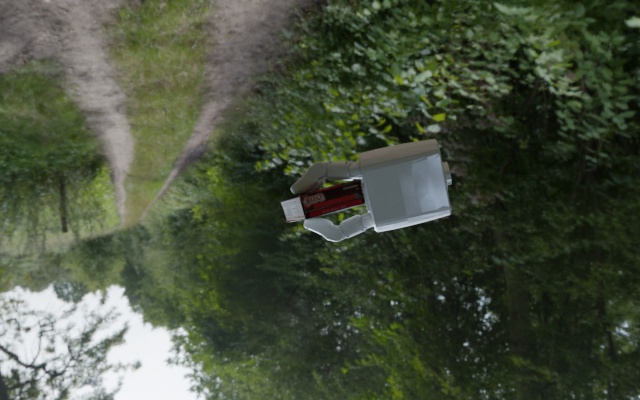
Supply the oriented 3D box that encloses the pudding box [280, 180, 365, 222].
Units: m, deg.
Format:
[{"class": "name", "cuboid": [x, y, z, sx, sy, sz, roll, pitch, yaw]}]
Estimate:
[{"class": "pudding box", "cuboid": [0.000, 0.002, 0.679, 0.090, 0.039, 0.113, -13, -2, -19]}]
